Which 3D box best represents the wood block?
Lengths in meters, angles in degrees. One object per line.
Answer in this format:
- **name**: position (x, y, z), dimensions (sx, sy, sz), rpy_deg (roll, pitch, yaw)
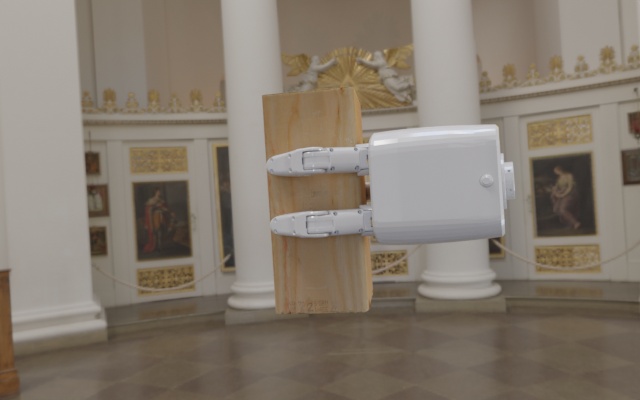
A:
- **wood block**: position (0.001, 0.001, 0.483), dimensions (0.090, 0.206, 0.091), rpy_deg (-4, 0, 9)
